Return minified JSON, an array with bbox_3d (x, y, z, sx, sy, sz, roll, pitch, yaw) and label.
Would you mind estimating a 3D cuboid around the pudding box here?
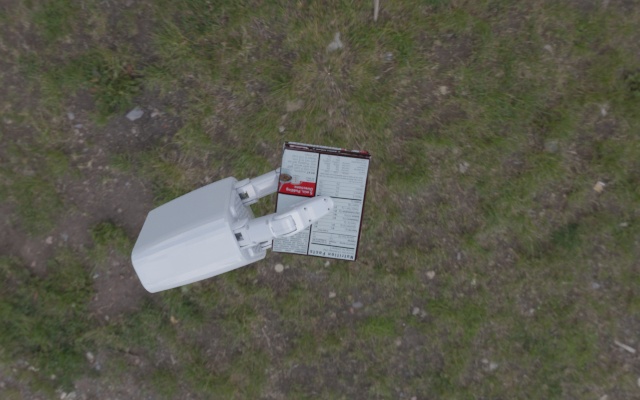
[{"bbox_3d":[0.000,0.002,0.486,0.090,0.113,0.039,7,15,-2],"label":"pudding box"}]
